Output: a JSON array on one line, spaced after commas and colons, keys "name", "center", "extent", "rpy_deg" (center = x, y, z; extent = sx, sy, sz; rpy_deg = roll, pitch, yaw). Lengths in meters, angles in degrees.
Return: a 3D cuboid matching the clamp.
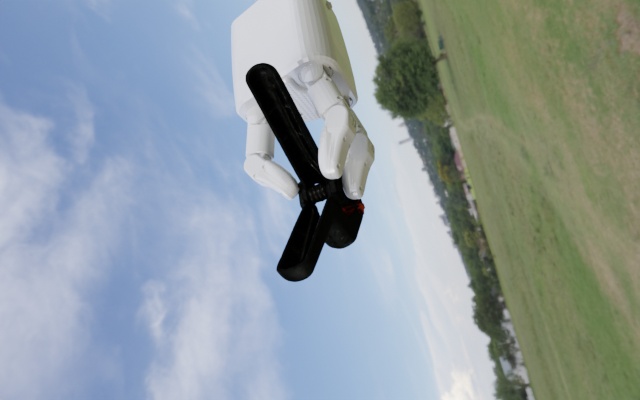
[{"name": "clamp", "center": [-0.001, 0.002, 0.416], "extent": [0.036, 0.164, 0.210], "rpy_deg": [-15, -23, 17]}]
